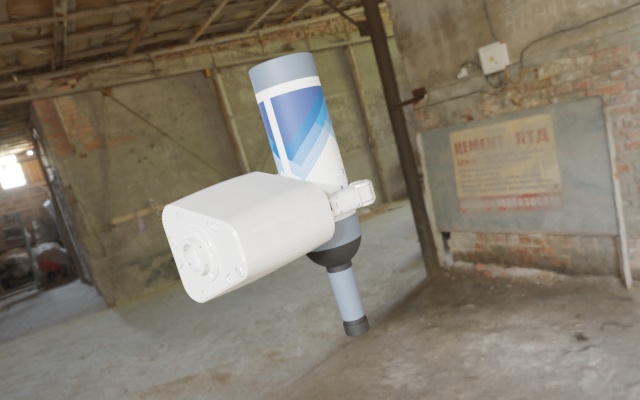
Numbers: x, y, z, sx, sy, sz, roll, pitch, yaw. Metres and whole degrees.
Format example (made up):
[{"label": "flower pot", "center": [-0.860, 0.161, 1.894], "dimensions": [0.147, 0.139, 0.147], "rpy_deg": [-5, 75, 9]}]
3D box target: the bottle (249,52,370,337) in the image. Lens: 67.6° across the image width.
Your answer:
[{"label": "bottle", "center": [0.000, 0.001, 0.500], "dimensions": [0.069, 0.296, 0.069], "rpy_deg": [-16, 7, 2]}]
